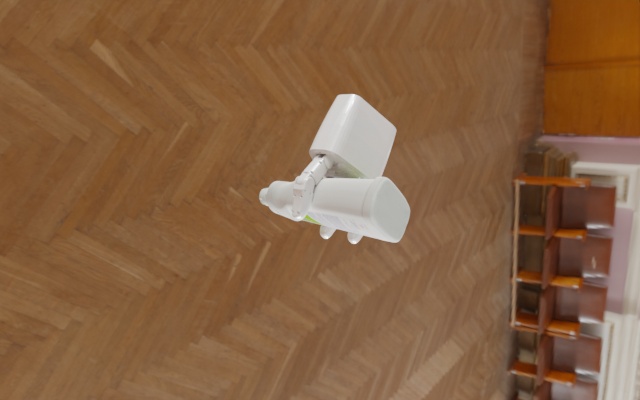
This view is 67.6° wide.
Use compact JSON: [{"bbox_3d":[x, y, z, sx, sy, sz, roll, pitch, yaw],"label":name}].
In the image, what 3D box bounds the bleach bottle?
[{"bbox_3d":[0.000,0.002,0.707,0.251,0.068,0.103,8,-23,39],"label":"bleach bottle"}]
